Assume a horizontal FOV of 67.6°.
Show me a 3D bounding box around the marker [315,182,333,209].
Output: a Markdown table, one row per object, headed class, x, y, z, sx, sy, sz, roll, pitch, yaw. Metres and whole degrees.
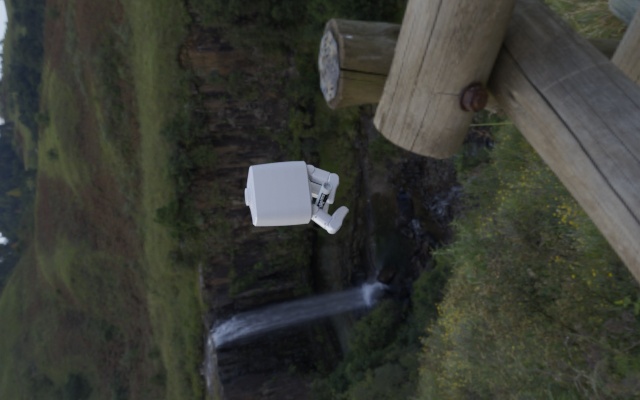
| class | x | y | z | sx | sy | sz | roll | pitch | yaw |
| --- | --- | --- | --- | --- | --- | --- | --- | --- | --- |
| marker | 0.000 | 0.003 | 0.895 | 0.020 | 0.020 | 0.121 | 0 | -28 | -14 |
